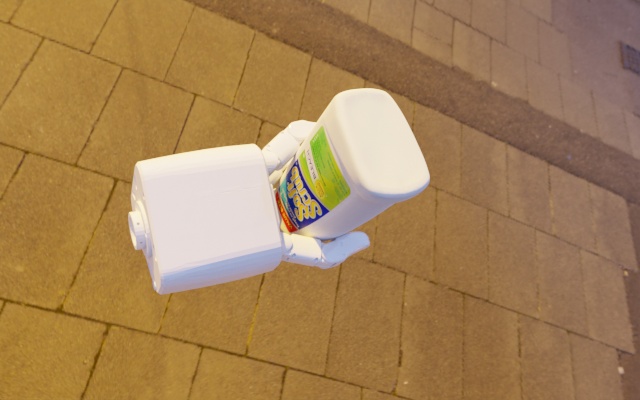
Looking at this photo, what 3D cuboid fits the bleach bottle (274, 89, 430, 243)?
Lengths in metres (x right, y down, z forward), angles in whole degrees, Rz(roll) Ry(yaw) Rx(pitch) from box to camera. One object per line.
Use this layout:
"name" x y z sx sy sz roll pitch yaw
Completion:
"bleach bottle" 0.000 0.001 0.473 0.068 0.102 0.251 -11 -19 -29
